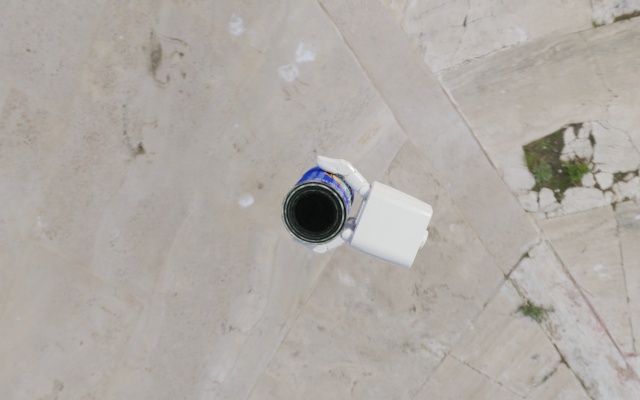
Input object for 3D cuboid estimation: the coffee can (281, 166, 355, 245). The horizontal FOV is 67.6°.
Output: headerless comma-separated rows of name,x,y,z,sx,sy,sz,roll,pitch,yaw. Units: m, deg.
coffee can,0.000,0.002,0.786,0.103,0.103,0.140,0,14,9
